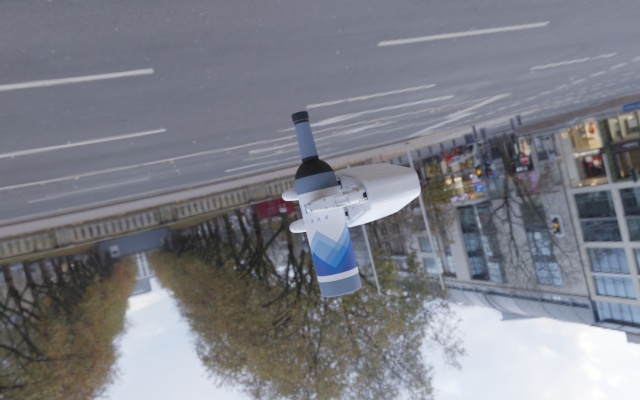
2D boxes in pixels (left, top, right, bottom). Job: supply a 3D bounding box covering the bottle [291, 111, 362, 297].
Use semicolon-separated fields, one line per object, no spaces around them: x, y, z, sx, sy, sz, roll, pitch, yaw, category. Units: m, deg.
0.000;0.003;0.769;0.069;0.295;0.069;-13;0;0;bottle
